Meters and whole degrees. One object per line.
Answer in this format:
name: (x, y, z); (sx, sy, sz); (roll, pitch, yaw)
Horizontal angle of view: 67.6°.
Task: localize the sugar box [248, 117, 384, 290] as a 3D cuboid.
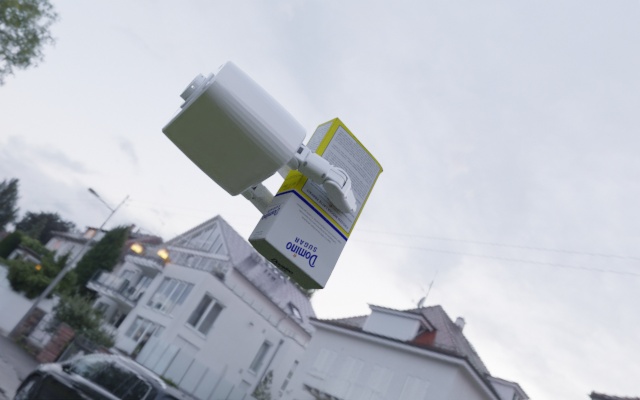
sugar box: (0.000, 0.002, 0.540); (0.093, 0.176, 0.048); (44, -29, -24)
